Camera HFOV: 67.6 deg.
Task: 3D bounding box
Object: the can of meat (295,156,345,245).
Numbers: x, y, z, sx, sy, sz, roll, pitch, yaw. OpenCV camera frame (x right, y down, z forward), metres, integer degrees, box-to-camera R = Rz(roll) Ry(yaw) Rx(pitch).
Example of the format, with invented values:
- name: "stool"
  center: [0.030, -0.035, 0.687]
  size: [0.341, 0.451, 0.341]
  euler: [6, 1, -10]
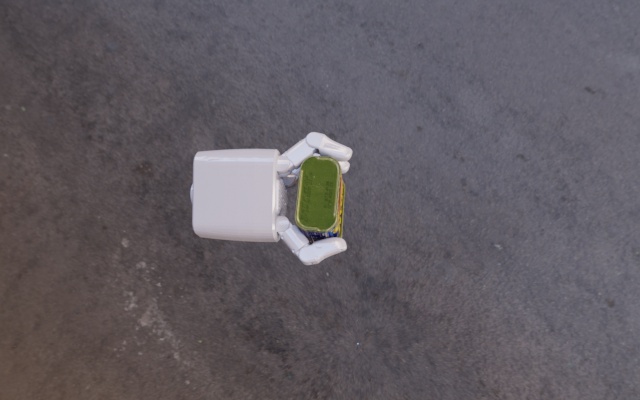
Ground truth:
- name: "can of meat"
  center: [0.000, 0.002, 0.614]
  size: [0.057, 0.102, 0.084]
  euler: [3, -16, 6]
